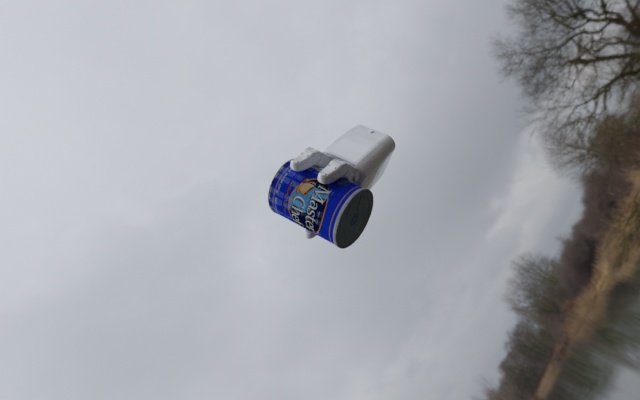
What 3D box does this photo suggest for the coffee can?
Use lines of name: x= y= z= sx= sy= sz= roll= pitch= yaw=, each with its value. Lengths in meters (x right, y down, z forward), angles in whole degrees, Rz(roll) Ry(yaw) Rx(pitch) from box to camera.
coffee can: x=0.000 y=0.003 z=0.778 sx=0.140 sy=0.103 sz=0.103 roll=26 pitch=13 yaw=28
